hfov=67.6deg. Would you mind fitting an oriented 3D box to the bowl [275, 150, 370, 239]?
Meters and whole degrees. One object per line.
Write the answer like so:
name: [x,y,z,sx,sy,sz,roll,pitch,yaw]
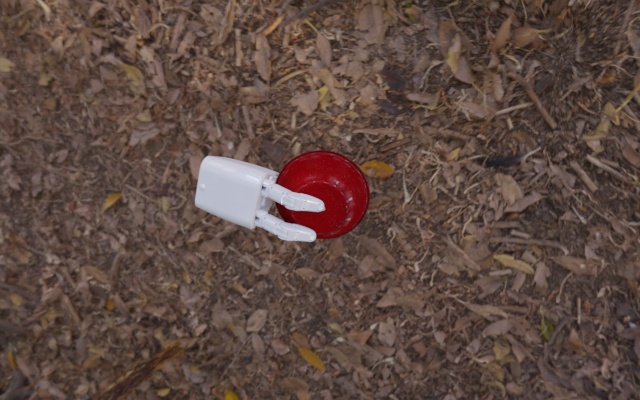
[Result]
bowl: [0.001,0.003,0.777,0.162,0.162,0.055,0,23,5]
